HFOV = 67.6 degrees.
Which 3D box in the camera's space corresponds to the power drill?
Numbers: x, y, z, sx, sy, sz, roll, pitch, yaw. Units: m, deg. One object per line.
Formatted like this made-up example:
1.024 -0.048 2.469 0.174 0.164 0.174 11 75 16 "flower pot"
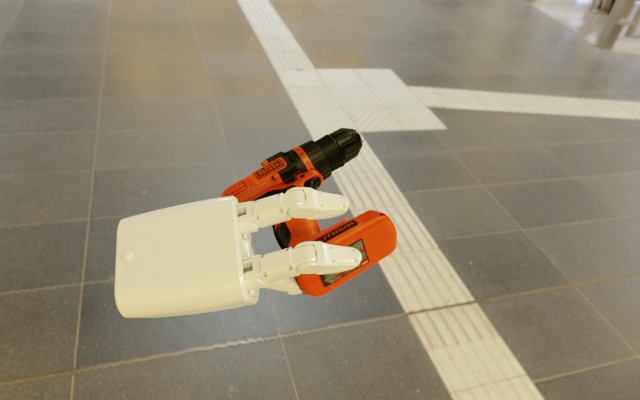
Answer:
0.000 0.002 0.512 0.184 0.057 0.187 -31 40 -9 "power drill"
